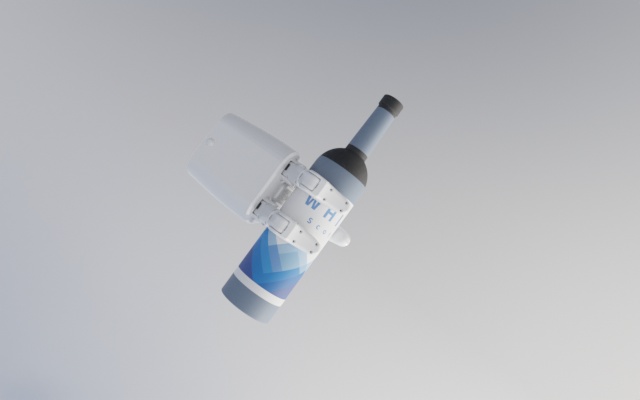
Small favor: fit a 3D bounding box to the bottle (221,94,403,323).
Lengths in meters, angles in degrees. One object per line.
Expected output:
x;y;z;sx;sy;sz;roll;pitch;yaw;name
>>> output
0.000;0.002;0.554;0.069;0.295;0.069;36;-3;2;bottle
